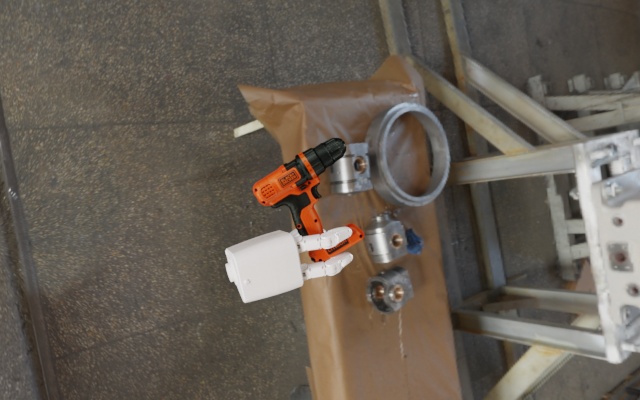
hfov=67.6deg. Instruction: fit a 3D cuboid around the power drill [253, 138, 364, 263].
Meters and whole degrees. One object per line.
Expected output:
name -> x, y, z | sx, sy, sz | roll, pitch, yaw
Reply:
power drill -> 0.000, 0.003, 0.854 | 0.184, 0.187, 0.057 | -32, 5, 1
